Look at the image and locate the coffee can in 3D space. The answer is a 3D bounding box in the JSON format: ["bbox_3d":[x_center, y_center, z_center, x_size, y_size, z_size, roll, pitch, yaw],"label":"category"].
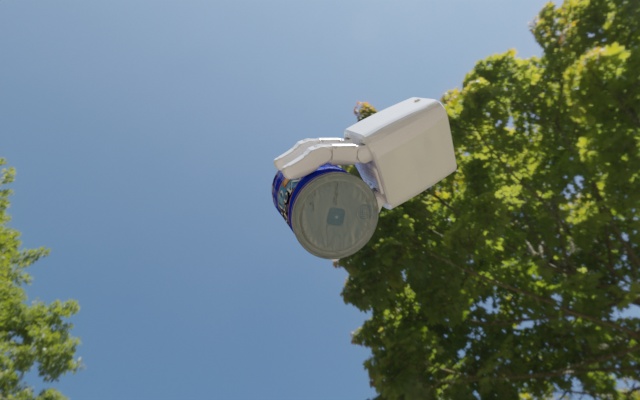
[{"bbox_3d":[0.000,0.002,0.604,0.103,0.103,0.140,0,14,-16],"label":"coffee can"}]
